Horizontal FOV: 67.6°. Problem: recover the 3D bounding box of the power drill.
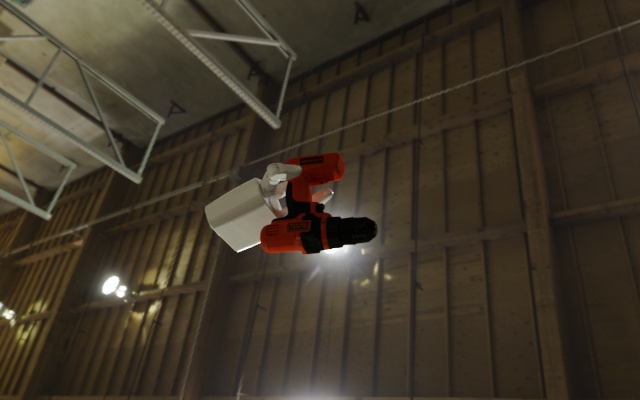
[{"bbox_3d":[0.000,0.002,0.785,0.184,0.187,0.057,-5,-45,10],"label":"power drill"}]
